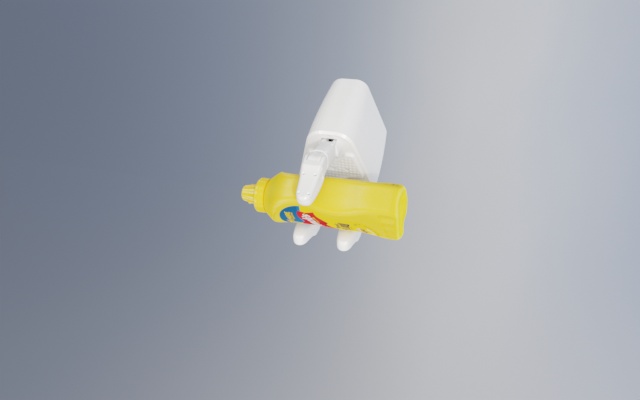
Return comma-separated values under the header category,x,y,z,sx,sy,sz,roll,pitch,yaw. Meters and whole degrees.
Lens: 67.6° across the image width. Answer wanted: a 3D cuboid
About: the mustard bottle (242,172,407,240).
category,x,y,z,sx,sy,sz,roll,pitch,yaw
mustard bottle,0.000,0.002,0.549,0.191,0.058,0.096,8,-13,15
